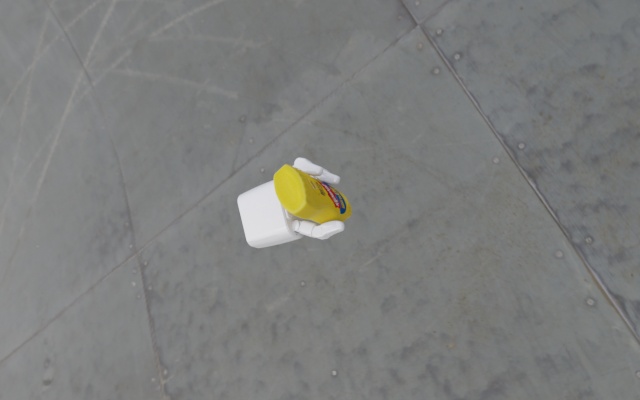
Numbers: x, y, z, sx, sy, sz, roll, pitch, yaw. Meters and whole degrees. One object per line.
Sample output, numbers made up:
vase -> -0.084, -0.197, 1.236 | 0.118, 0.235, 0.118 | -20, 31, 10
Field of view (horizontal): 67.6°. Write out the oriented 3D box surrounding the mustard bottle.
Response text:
mustard bottle -> 0.000, 0.003, 0.868 | 0.058, 0.096, 0.192 | -42, -34, 18
